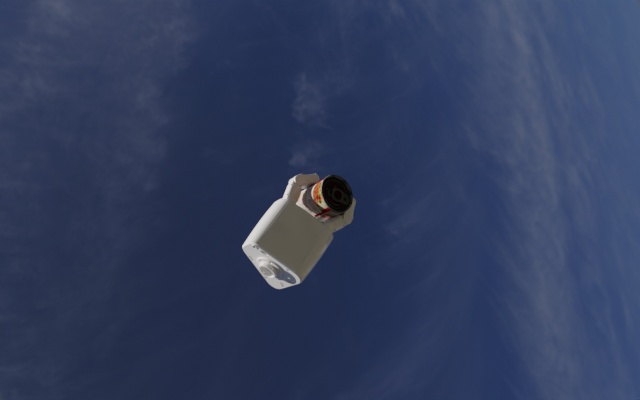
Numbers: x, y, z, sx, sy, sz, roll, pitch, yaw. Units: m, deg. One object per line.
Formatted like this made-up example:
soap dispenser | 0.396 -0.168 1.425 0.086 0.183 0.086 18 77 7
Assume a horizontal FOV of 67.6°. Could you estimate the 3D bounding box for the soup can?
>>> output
soup can | 0.000 0.002 0.854 0.068 0.068 0.102 0 -17 -37
